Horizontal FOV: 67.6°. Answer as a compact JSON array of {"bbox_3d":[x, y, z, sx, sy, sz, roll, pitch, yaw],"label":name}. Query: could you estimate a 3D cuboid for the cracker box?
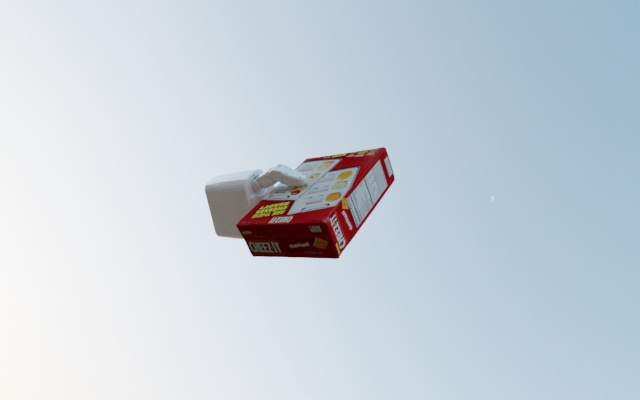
[{"bbox_3d":[0.000,0.002,0.746,0.164,0.072,0.213,-4,30,36],"label":"cracker box"}]
